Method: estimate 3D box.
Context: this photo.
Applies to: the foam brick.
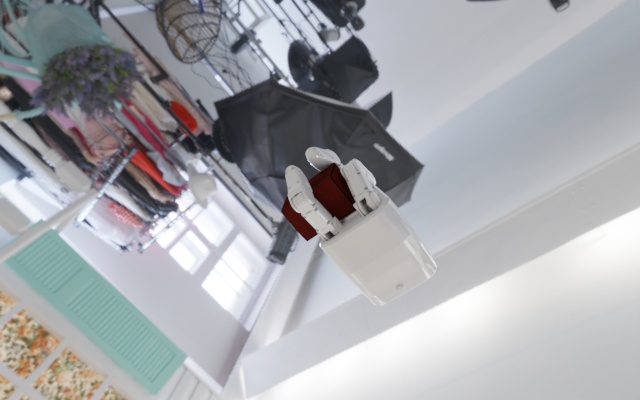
[{"bbox_3d":[0.000,0.002,0.576,0.078,0.051,0.053,-35,15,20],"label":"foam brick"}]
